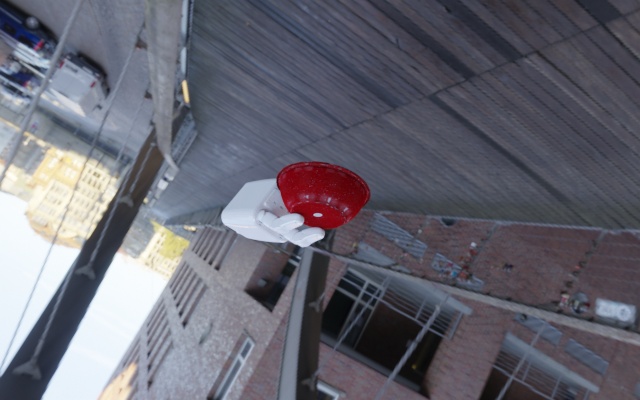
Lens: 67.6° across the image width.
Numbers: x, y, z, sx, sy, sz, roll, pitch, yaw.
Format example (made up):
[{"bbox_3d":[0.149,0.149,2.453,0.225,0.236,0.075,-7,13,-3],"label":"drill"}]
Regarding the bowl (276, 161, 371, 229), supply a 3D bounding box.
[{"bbox_3d":[0.001,0.003,0.791,0.162,0.055,0.162,8,-30,5],"label":"bowl"}]
